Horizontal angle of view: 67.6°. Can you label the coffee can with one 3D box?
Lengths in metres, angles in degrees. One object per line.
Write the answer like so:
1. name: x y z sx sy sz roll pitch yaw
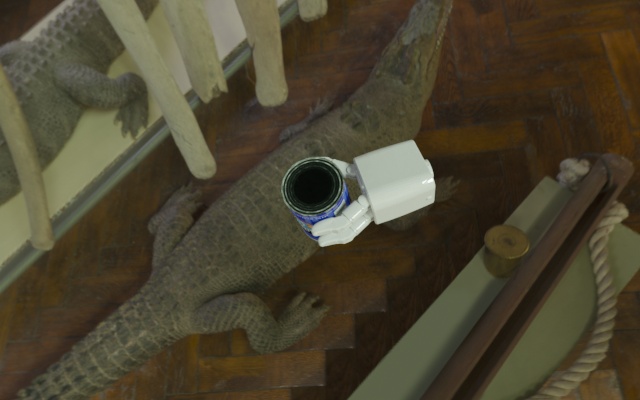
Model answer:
1. coffee can: 0.000 0.003 0.814 0.103 0.102 0.140 0 -22 12
